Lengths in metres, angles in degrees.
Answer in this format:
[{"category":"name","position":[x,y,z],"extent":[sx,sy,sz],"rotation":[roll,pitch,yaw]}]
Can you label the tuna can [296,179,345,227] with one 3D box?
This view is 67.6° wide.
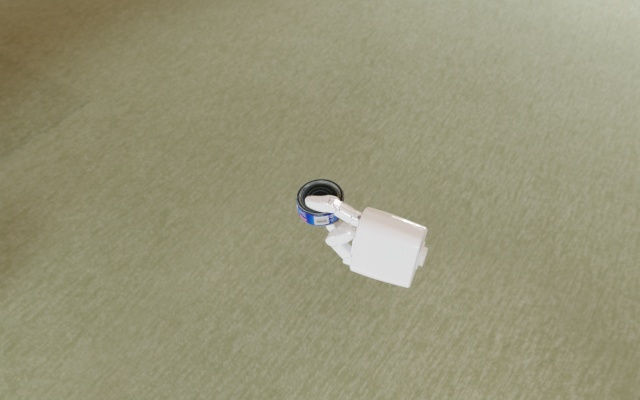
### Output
[{"category":"tuna can","position":[0.000,0.002,0.840],"extent":[0.086,0.086,0.034],"rotation":[0,-41,6]}]
